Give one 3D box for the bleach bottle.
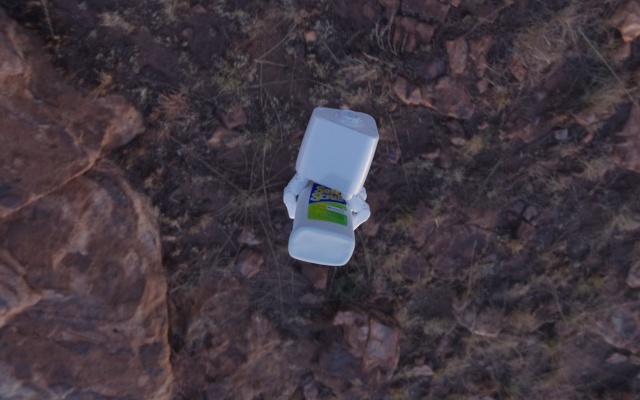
[{"bbox_3d":[0.000,0.003,0.817,0.102,0.068,0.250,12,32,-10],"label":"bleach bottle"}]
